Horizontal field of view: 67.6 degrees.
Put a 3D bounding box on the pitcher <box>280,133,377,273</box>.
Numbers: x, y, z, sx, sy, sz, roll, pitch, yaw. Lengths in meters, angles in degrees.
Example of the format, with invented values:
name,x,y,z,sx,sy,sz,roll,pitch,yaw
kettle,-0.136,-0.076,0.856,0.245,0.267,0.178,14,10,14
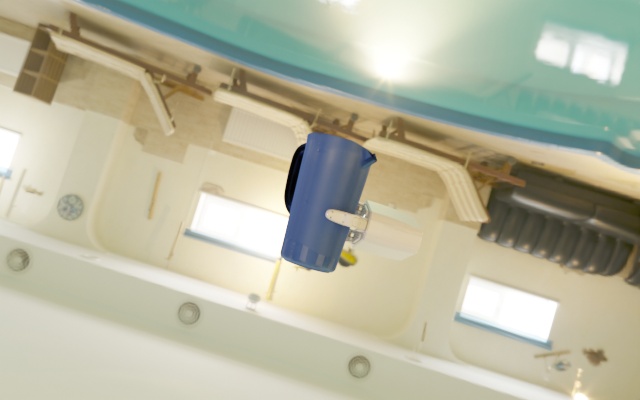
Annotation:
name,x,y,z,sx,sy,sz,roll,pitch,yaw
pitcher,0.000,0.003,0.894,0.145,0.243,0.149,17,-3,-7
